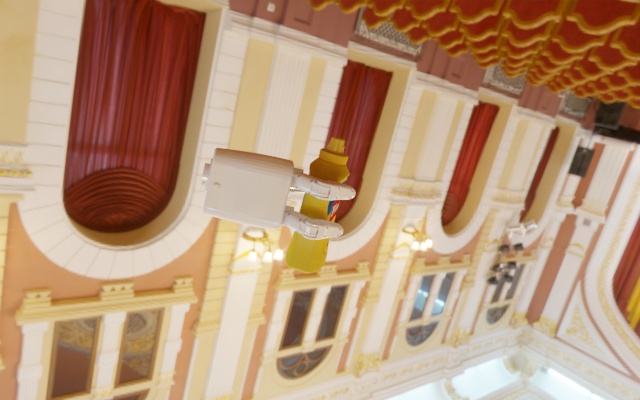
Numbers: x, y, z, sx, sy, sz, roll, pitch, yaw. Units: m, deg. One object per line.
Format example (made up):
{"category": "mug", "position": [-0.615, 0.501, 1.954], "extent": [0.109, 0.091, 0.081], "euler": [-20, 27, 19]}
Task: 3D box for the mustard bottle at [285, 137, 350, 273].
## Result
{"category": "mustard bottle", "position": [0.000, 0.003, 0.691], "extent": [0.058, 0.192, 0.096], "euler": [17, 14, 11]}
